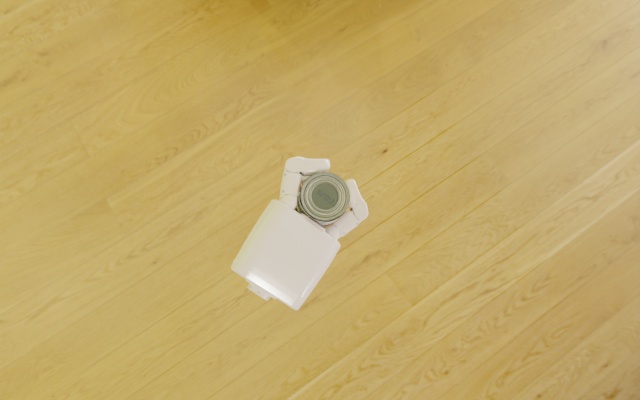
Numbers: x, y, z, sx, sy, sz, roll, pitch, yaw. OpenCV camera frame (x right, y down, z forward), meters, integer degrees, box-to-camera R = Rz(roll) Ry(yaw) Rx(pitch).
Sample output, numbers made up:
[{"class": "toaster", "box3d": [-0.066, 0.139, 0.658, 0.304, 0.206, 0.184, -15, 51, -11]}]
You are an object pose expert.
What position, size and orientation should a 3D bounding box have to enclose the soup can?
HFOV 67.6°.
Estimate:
[{"class": "soup can", "box3d": [0.001, 0.002, 0.664, 0.068, 0.068, 0.102, 0, -9, -7]}]
